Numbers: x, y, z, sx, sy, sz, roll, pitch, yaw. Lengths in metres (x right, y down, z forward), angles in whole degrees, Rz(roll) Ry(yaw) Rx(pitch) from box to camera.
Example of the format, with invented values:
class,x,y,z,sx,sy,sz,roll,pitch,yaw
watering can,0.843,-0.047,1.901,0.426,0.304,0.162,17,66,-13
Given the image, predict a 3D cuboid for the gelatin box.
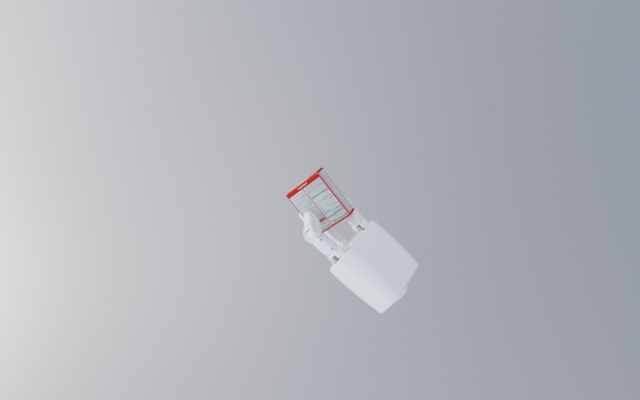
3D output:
class,x,y,z,sx,sy,sz,roll,pitch,yaw
gelatin box,0.000,0.002,0.778,0.073,0.089,0.030,-35,9,30
